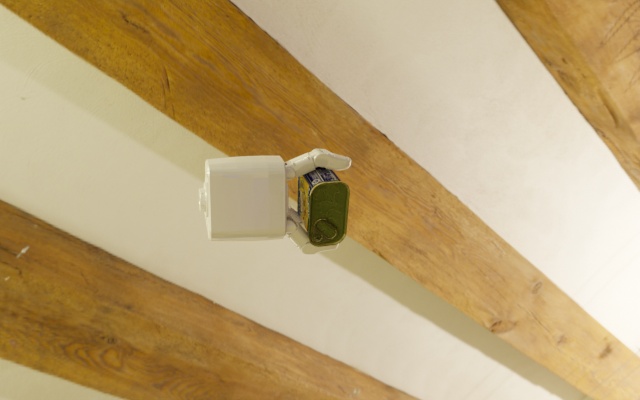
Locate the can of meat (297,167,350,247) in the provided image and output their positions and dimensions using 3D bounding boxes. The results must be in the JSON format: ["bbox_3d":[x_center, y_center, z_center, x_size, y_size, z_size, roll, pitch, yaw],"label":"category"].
[{"bbox_3d":[0.000,0.002,0.700,0.057,0.102,0.084,-6,28,-16],"label":"can of meat"}]
